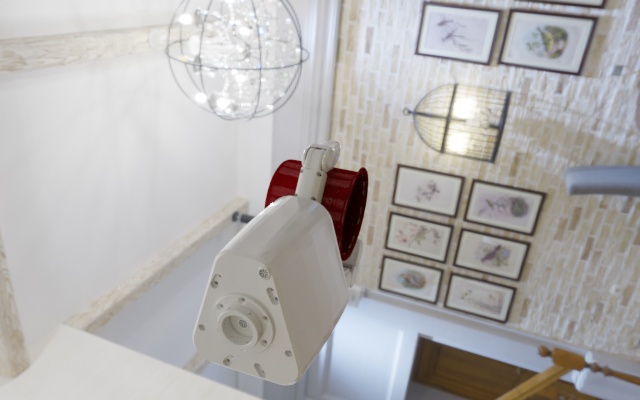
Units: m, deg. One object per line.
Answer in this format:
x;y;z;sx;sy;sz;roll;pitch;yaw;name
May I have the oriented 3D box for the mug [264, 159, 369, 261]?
0.000;0.001;0.485;0.081;0.093;0.117;13;22;16;mug
